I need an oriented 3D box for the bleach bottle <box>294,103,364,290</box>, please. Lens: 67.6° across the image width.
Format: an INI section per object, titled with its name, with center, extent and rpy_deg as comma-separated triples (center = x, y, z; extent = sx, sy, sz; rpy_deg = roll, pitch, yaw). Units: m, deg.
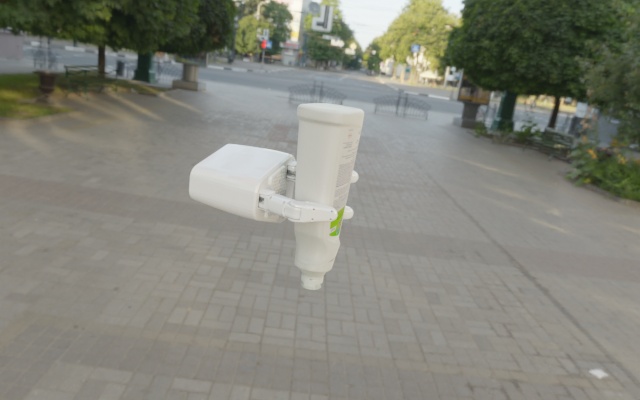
[bleach bottle]
center = 0.000, 0.002, 0.632
extent = 0.068, 0.251, 0.102
rpy_deg = 15, 17, 22
